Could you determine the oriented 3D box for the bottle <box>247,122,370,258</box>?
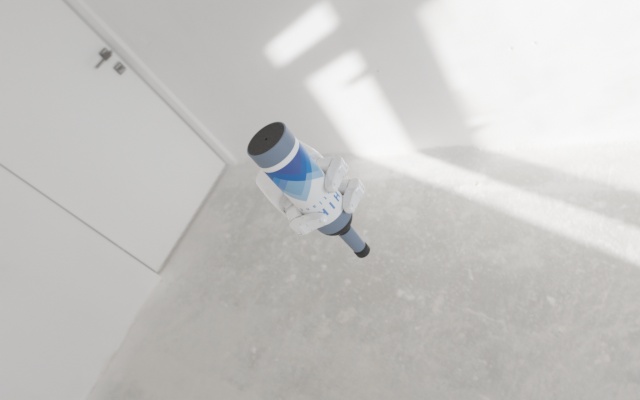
[{"bbox_3d":[0.000,0.002,0.751,0.069,0.069,0.296,0,-37,40],"label":"bottle"}]
